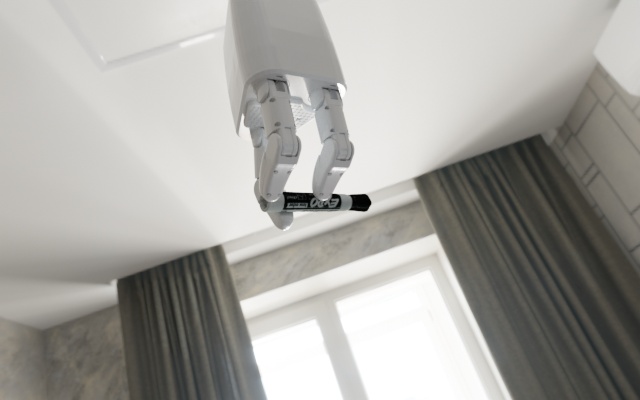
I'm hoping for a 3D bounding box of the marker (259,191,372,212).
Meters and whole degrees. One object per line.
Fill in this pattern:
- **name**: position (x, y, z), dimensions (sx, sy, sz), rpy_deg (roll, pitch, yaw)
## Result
- **marker**: position (0.000, 0.002, 0.448), dimensions (0.121, 0.020, 0.020), rpy_deg (1, -1, -35)
